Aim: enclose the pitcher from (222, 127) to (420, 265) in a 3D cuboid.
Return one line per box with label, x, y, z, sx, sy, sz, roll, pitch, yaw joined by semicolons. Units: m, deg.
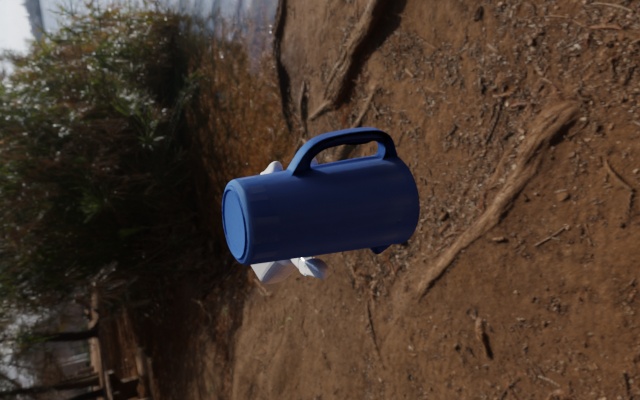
pitcher;0.000;0.002;0.634;0.243;0.149;0.145;-8;-21;-27
